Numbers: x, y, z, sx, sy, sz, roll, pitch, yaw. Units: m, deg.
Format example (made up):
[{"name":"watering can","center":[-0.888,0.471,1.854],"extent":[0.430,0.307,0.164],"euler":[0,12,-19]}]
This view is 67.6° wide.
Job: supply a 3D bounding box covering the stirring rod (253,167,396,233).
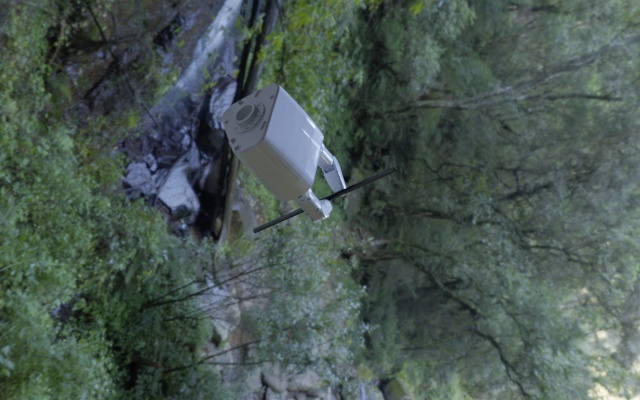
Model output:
[{"name":"stirring rod","center":[0.000,0.002,0.706],"extent":[0.239,0.011,0.011],"euler":[-24,-9,20]}]
